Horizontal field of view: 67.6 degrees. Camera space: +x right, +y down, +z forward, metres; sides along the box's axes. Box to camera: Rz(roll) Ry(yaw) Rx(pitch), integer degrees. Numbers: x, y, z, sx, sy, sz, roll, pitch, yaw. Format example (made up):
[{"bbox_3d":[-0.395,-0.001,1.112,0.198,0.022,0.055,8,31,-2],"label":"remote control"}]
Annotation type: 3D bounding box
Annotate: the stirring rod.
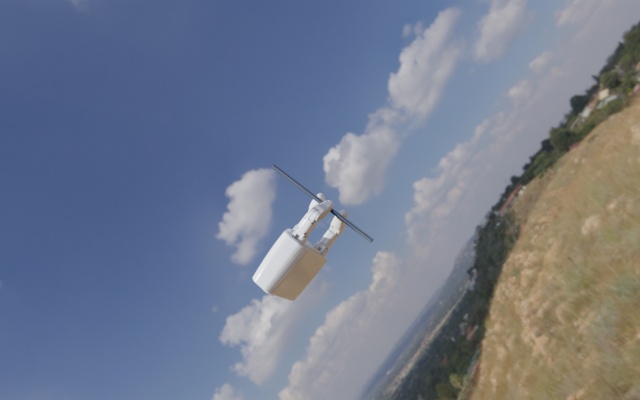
[{"bbox_3d":[0.000,0.003,0.885,0.239,0.011,0.011,37,13,17],"label":"stirring rod"}]
